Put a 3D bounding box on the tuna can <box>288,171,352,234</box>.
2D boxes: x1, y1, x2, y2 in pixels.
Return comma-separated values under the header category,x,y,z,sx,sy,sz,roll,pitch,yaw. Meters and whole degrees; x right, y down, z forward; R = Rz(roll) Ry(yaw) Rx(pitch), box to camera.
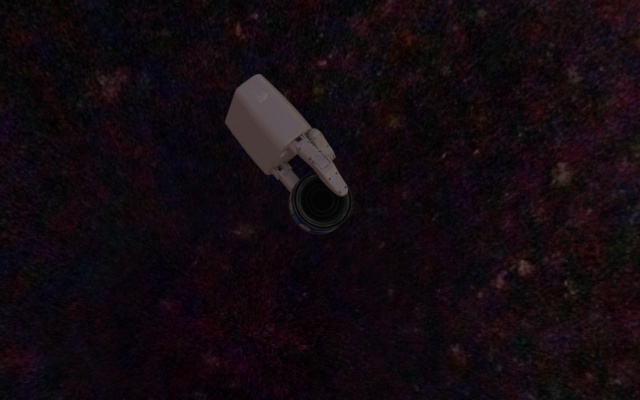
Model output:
category,x,y,z,sx,sy,sz,roll,pitch,yaw
tuna can,0.000,0.002,0.659,0.086,0.086,0.034,0,-11,-12
